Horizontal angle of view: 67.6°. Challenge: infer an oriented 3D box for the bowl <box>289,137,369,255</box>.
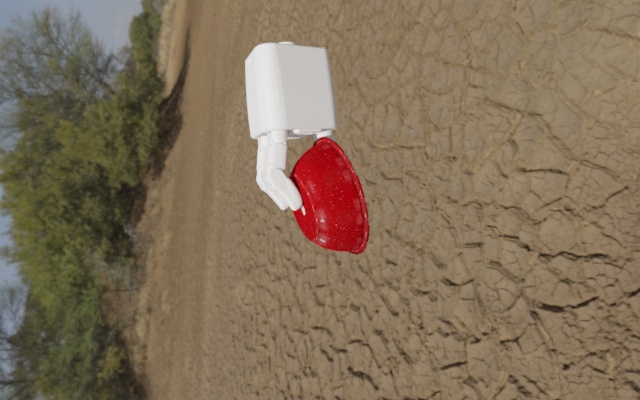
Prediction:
[{"bbox_3d":[0.000,0.003,0.618,0.055,0.162,0.162,-19,6,-19],"label":"bowl"}]
